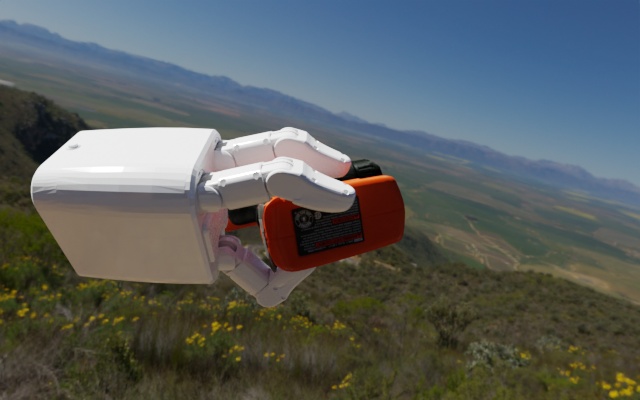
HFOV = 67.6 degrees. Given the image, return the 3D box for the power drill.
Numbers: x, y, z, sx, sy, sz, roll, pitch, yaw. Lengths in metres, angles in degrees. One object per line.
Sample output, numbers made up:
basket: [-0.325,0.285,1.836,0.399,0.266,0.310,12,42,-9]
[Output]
power drill: [0.000,0.001,0.427,0.184,0.057,0.187,-15,11,-15]
